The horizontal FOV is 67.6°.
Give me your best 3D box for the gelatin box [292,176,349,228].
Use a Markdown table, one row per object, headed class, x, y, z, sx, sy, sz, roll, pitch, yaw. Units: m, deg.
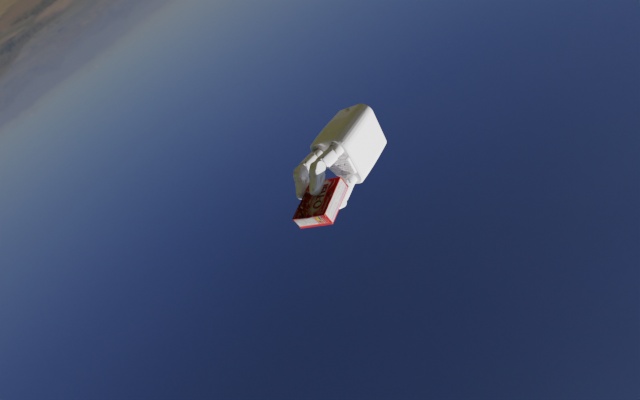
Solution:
| class | x | y | z | sx | sy | sz | roll | pitch | yaw |
| --- | --- | --- | --- | --- | --- | --- | --- | --- | --- |
| gelatin box | 0.000 | 0.003 | 0.823 | 0.073 | 0.089 | 0.030 | -9 | -46 | 39 |
